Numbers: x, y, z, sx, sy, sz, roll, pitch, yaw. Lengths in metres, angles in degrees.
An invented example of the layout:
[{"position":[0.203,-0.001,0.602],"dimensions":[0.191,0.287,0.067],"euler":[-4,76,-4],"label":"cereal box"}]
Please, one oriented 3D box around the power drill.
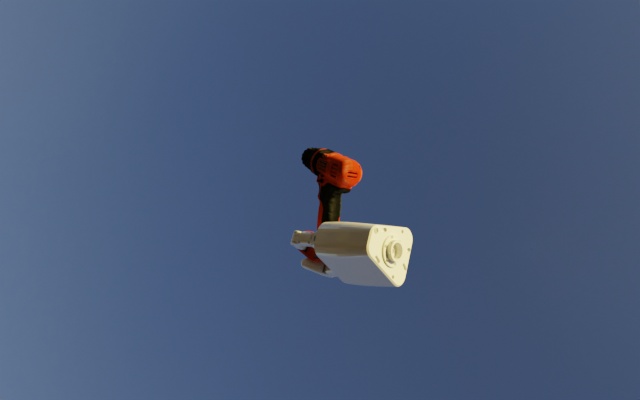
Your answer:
[{"position":[0.000,0.003,0.843],"dimensions":[0.057,0.188,0.184],"euler":[4,12,-24],"label":"power drill"}]
